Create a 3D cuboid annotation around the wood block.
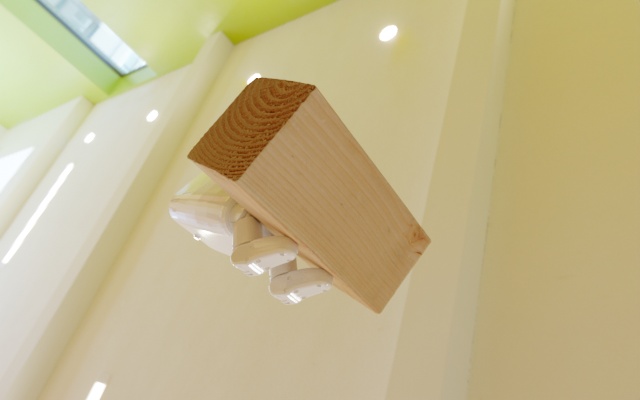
[{"bbox_3d":[0.000,0.001,0.417,0.090,0.091,0.206,24,-18,49],"label":"wood block"}]
